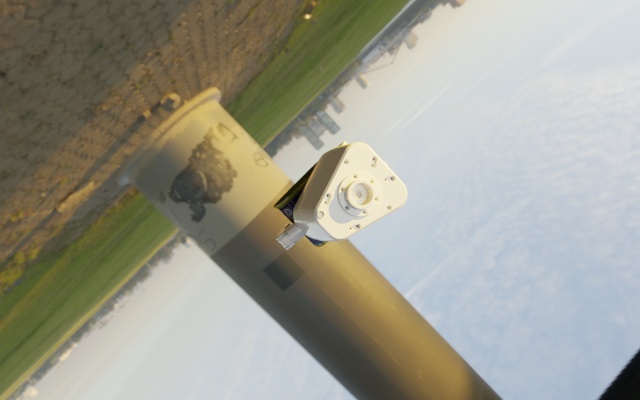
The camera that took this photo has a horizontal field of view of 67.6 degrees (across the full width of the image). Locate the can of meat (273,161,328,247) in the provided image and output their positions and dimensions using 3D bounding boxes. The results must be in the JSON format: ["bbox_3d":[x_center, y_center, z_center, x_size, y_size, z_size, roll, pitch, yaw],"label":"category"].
[{"bbox_3d":[0.000,0.003,0.670,0.102,0.084,0.057,-46,9,-14],"label":"can of meat"}]
